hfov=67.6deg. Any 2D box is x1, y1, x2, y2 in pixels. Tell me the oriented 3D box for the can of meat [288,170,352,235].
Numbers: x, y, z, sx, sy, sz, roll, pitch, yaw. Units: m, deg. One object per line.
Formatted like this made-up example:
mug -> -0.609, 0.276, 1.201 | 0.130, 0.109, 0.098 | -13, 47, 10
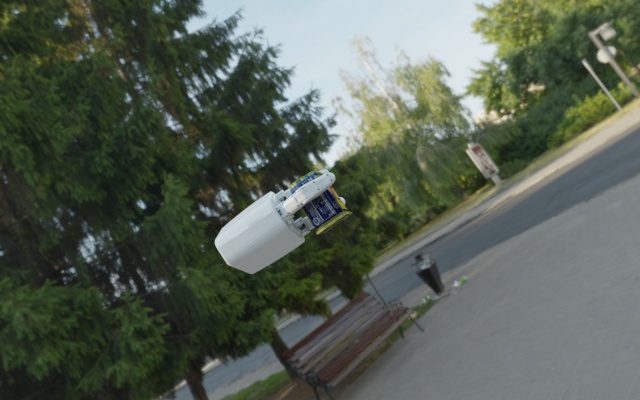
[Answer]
can of meat -> 0.000, 0.002, 0.744 | 0.057, 0.084, 0.102 | -35, -6, 6
